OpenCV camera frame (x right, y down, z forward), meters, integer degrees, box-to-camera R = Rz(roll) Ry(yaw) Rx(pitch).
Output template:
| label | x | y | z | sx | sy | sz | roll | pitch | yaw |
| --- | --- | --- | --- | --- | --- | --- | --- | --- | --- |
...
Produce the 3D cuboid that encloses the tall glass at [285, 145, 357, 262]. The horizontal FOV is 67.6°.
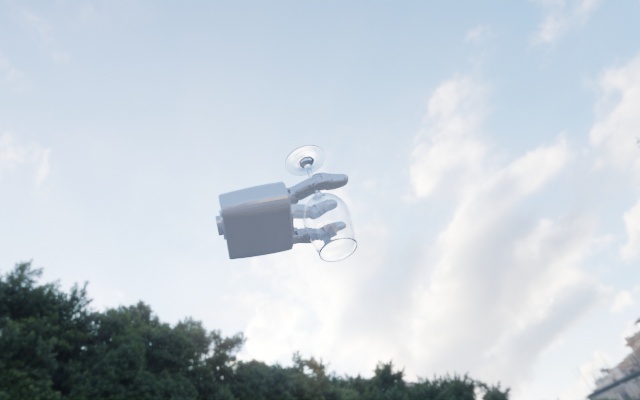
| label | x | y | z | sx | sy | sz | roll | pitch | yaw |
| --- | --- | --- | --- | --- | --- | --- | --- | --- | --- |
| tall glass | 0.000 | 0.002 | 0.789 | 0.079 | 0.201 | 0.079 | -13 | -38 | -10 |
